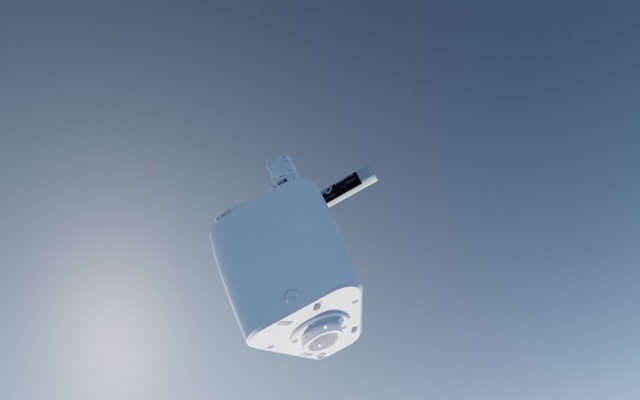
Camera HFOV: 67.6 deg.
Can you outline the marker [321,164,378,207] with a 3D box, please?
[{"bbox_3d":[0.000,0.002,0.477,0.121,0.020,0.020,-29,-2,3],"label":"marker"}]
